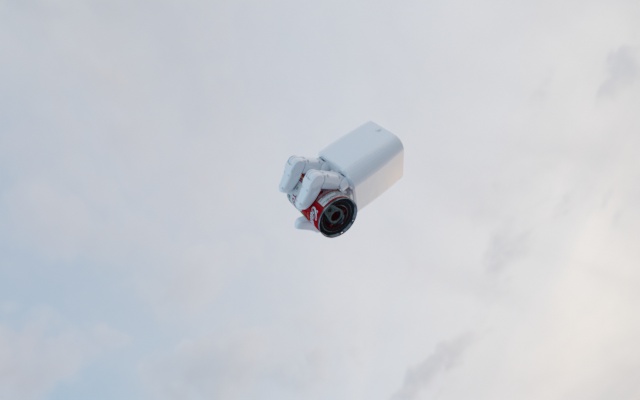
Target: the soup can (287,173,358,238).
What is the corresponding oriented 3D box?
[{"bbox_3d":[0.000,0.003,0.735,0.068,0.068,0.102,0,28,-37],"label":"soup can"}]
